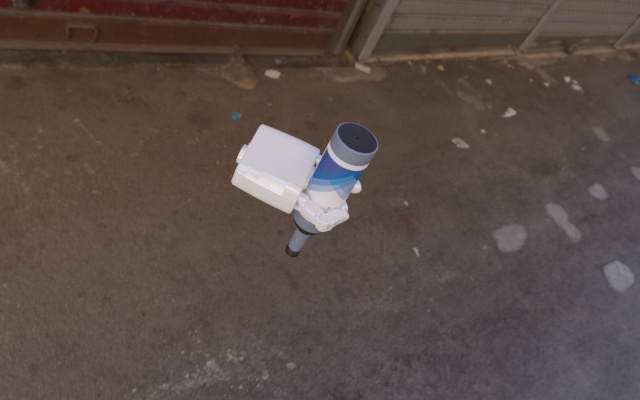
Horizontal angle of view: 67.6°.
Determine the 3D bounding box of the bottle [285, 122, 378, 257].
[{"bbox_3d":[0.000,0.002,0.786,0.069,0.069,0.296,0,-39,-28],"label":"bottle"}]
